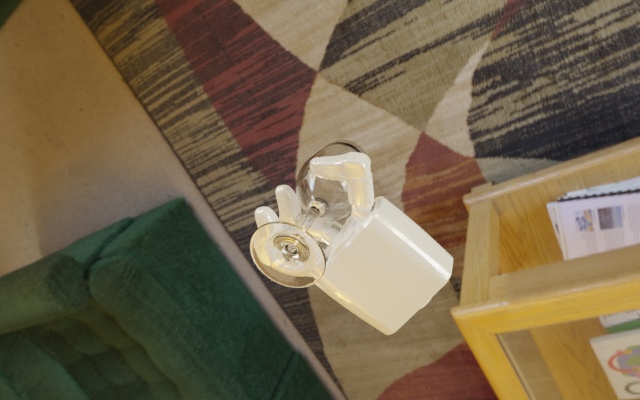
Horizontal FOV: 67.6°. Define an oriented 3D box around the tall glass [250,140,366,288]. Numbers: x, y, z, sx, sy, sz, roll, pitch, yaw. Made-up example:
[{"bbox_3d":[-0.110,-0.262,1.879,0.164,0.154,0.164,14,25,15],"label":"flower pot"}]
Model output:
[{"bbox_3d":[0.000,0.002,0.516,0.079,0.079,0.201,0,30,21],"label":"tall glass"}]
